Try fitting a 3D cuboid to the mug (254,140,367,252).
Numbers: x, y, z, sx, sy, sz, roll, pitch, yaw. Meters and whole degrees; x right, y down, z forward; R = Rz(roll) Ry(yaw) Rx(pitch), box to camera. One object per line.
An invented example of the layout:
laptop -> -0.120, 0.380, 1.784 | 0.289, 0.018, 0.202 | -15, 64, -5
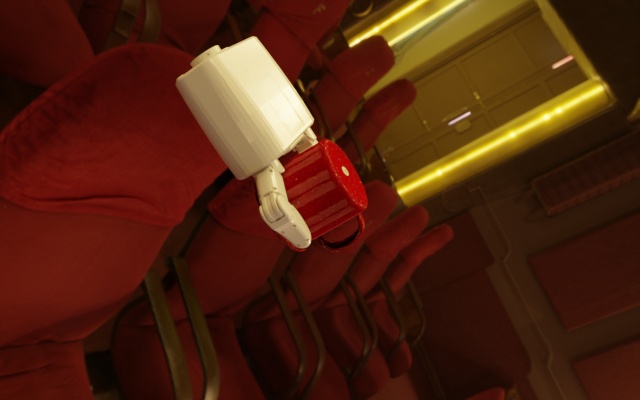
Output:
mug -> 0.001, 0.003, 0.483 | 0.081, 0.117, 0.093 | -30, 17, 18
